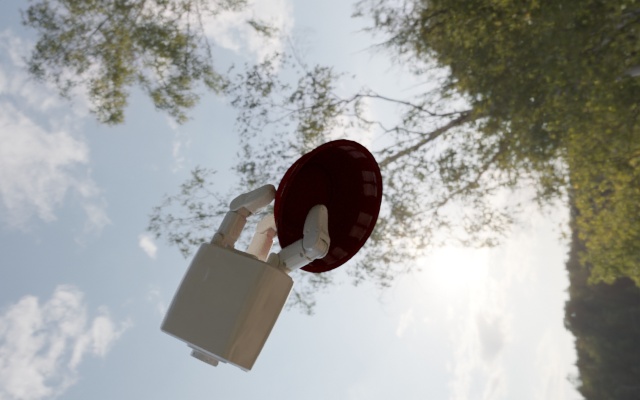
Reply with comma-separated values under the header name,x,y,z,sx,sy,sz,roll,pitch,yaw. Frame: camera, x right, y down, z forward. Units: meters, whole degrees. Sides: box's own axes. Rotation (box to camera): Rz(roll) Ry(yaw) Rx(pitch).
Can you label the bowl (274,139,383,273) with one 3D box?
name,x,y,z,sx,sy,sz,roll,pitch,yaw
bowl,0.001,0.001,0.570,0.162,0.162,0.055,0,16,-41
